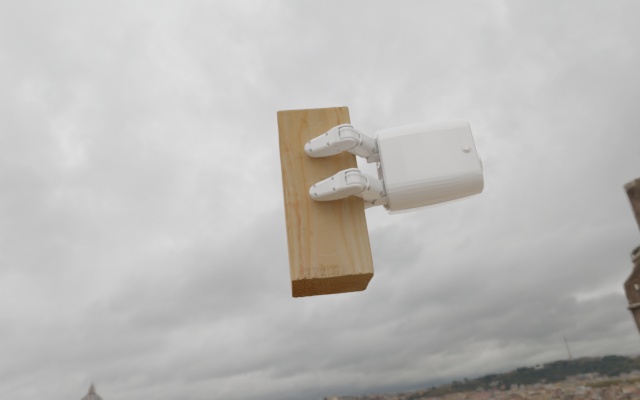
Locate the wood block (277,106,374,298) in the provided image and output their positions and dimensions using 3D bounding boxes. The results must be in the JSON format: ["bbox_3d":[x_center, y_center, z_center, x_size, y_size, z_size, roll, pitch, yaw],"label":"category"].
[{"bbox_3d":[0.000,0.002,0.570,0.090,0.206,0.091,-5,-23,-4],"label":"wood block"}]
